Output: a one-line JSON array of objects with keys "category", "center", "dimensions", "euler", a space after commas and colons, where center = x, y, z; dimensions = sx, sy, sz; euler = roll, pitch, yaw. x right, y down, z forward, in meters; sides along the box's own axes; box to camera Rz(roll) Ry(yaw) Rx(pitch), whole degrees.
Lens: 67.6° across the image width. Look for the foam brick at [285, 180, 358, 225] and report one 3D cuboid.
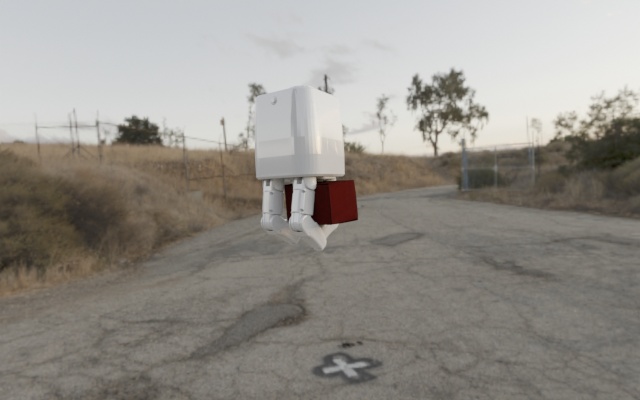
[{"category": "foam brick", "center": [0.000, 0.002, 0.602], "dimensions": [0.078, 0.051, 0.053], "euler": [0, 5, 41]}]
